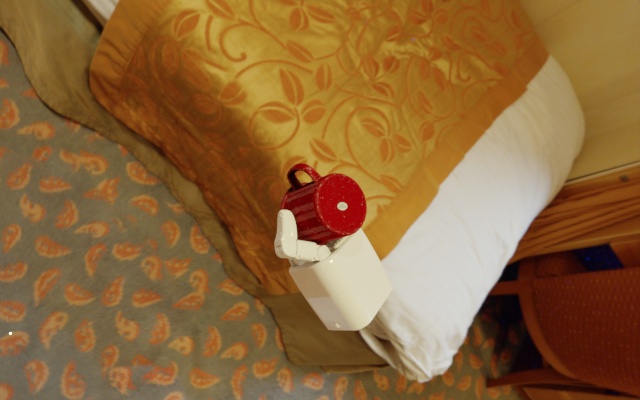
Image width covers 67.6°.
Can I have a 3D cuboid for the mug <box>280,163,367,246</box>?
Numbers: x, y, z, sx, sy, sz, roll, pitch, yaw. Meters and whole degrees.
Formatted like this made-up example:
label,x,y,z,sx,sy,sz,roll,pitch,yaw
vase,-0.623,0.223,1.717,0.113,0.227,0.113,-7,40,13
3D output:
label,x,y,z,sx,sy,sz,roll,pitch,yaw
mug,-0.001,0.001,0.622,0.093,0.117,0.081,-38,10,-34
